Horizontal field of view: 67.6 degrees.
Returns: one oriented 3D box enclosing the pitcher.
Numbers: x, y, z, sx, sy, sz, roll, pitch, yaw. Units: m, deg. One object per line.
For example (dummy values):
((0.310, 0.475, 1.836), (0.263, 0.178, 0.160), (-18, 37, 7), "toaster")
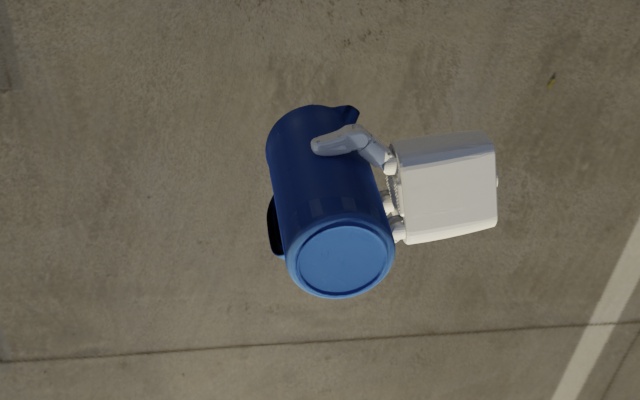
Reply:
((0.000, 0.002, 0.557), (0.145, 0.149, 0.242), (-9, 34, -2), "pitcher")
